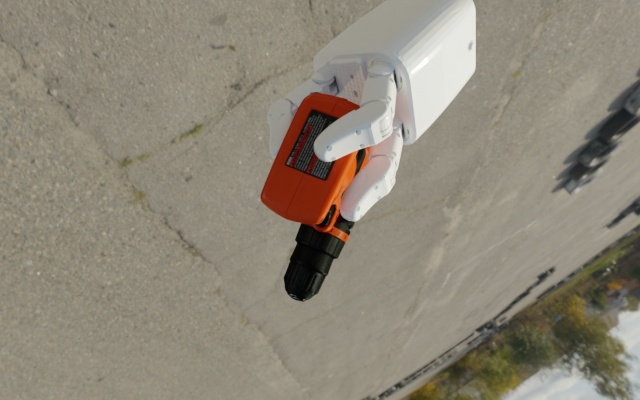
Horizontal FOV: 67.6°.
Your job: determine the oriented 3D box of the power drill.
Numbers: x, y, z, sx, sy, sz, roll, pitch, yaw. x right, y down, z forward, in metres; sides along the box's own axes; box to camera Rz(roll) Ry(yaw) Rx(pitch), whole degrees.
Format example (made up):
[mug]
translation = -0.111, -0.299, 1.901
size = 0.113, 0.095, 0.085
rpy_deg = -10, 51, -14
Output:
[power drill]
translation = 0.000, 0.001, 0.440
size = 0.057, 0.184, 0.188
rpy_deg = 20, -11, 11
